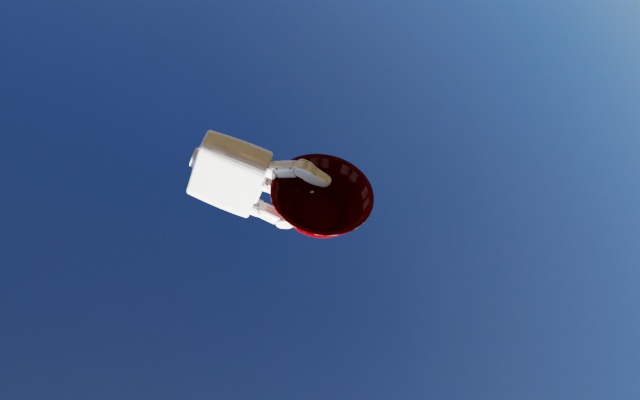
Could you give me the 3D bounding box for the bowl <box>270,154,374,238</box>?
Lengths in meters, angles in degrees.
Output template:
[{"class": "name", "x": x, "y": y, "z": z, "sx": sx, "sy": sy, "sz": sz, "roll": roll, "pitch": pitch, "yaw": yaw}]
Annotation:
[{"class": "bowl", "x": 0.001, "y": 0.003, "z": 0.754, "sx": 0.162, "sy": 0.162, "sz": 0.055, "roll": 0, "pitch": -38, "yaw": -9}]
